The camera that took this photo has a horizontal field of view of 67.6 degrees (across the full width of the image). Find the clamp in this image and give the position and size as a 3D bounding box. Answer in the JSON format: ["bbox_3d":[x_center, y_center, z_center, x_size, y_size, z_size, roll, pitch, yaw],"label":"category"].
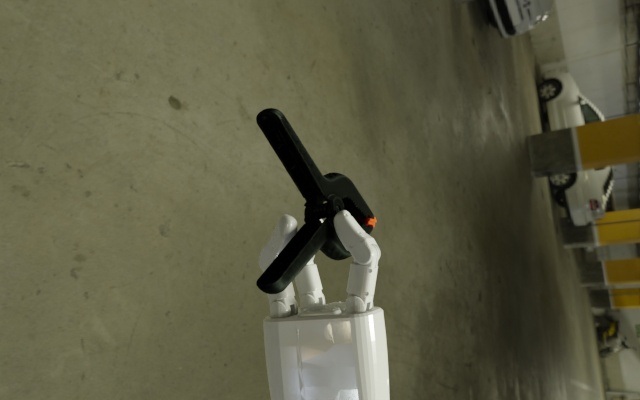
[{"bbox_3d":[0.001,0.002,0.490,0.036,0.164,0.210,-7,-6,30],"label":"clamp"}]
